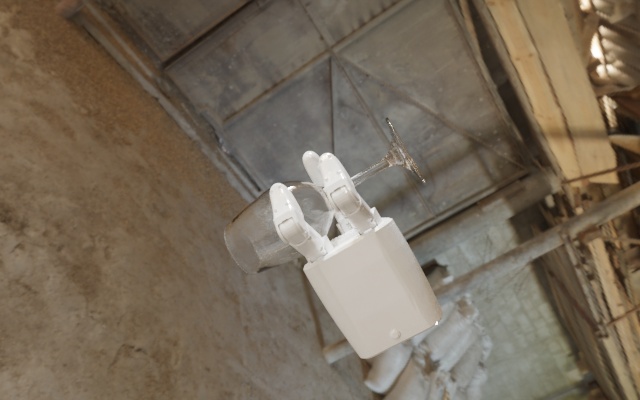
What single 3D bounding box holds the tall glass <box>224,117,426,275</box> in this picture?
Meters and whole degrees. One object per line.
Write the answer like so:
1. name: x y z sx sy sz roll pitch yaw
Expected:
1. tall glass: 0.001 0.001 0.482 0.201 0.079 0.079 -31 -7 13
